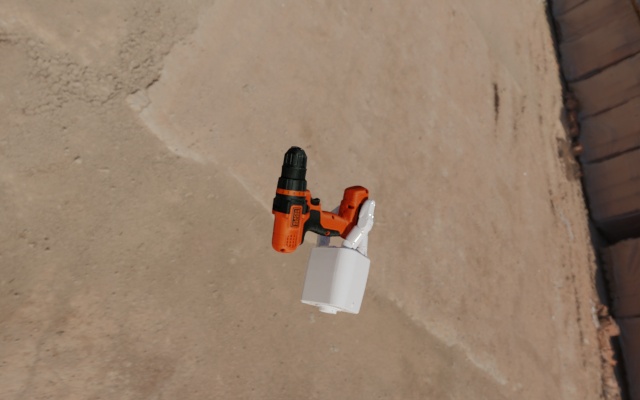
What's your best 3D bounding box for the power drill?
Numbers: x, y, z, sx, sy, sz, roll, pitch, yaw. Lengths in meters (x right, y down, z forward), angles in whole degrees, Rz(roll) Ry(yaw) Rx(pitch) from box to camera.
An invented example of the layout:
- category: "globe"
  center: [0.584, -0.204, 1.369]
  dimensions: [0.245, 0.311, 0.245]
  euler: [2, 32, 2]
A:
- category: "power drill"
  center: [0.000, 0.003, 0.864]
  dimensions: [0.187, 0.184, 0.057]
  euler: [5, 8, -37]
